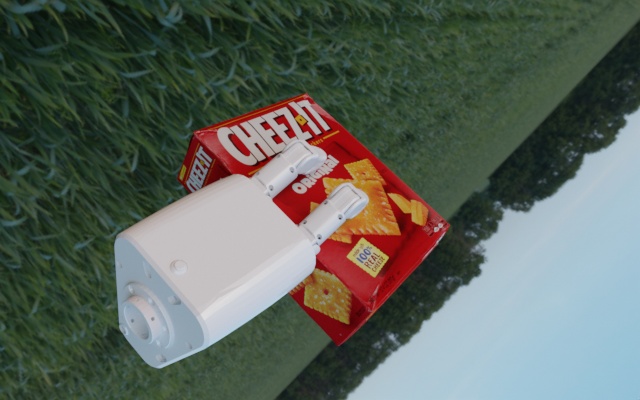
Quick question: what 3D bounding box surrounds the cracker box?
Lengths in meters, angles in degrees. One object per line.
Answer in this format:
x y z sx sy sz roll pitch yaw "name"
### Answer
0.000 0.002 0.457 0.164 0.213 0.072 -32 -18 -47 "cracker box"
